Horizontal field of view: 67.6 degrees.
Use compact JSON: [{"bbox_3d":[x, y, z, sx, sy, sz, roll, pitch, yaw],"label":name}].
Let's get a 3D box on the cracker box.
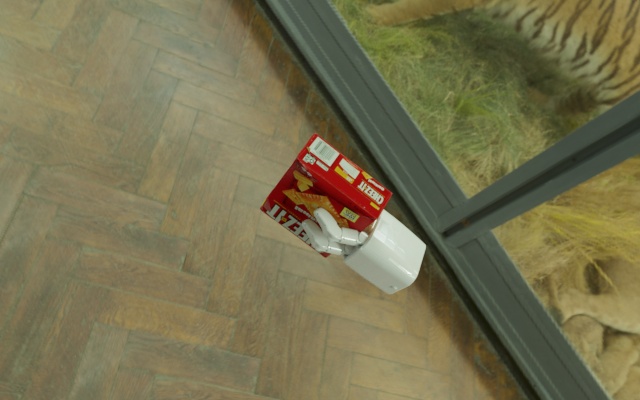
[{"bbox_3d":[0.000,0.003,0.844,0.164,0.072,0.214,38,-34,-4],"label":"cracker box"}]
